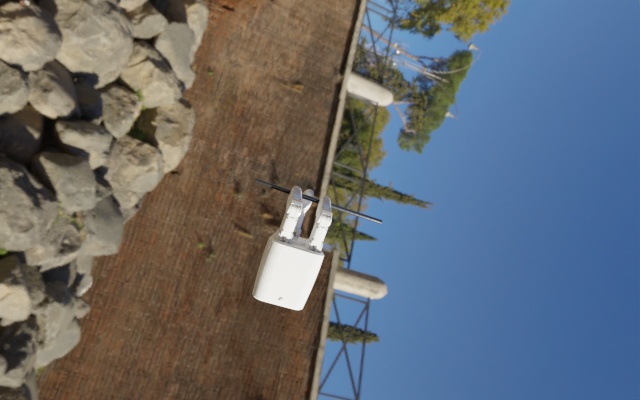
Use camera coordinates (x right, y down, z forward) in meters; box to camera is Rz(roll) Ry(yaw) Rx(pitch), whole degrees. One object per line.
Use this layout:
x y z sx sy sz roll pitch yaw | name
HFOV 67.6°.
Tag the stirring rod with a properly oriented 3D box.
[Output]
0.000 0.003 0.839 0.239 0.011 0.011 18 -5 -14 | stirring rod
